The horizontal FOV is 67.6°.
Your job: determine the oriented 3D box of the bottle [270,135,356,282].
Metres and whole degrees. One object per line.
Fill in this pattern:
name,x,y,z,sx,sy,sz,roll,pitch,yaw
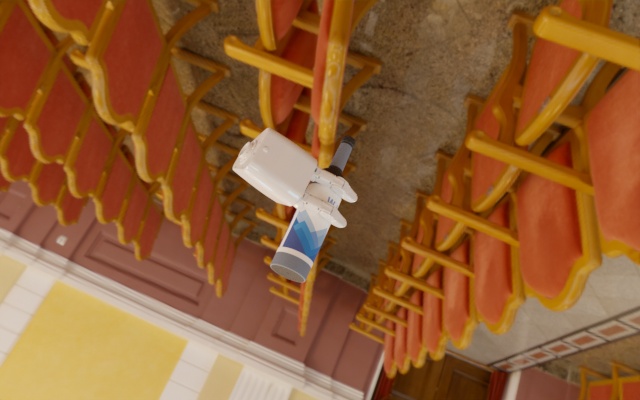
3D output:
bottle,0.000,0.003,0.874,0.069,0.295,0.069,20,-24,10
